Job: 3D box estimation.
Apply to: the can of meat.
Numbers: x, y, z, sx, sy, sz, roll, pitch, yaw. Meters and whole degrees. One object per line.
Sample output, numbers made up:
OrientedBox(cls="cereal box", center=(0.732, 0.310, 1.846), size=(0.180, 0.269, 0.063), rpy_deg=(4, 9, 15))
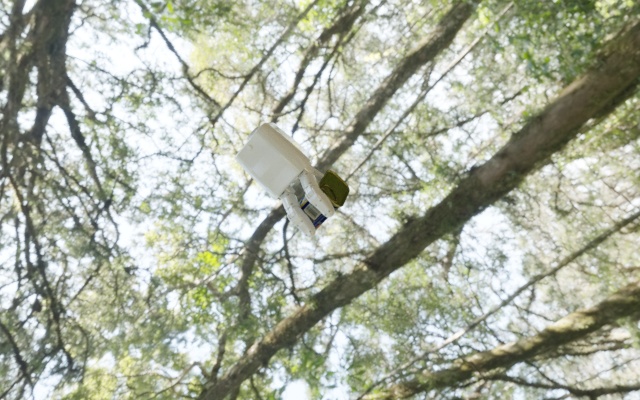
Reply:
OrientedBox(cls="can of meat", center=(0.000, 0.003, 0.869), size=(0.084, 0.057, 0.102), rpy_deg=(-45, 8, 26))
